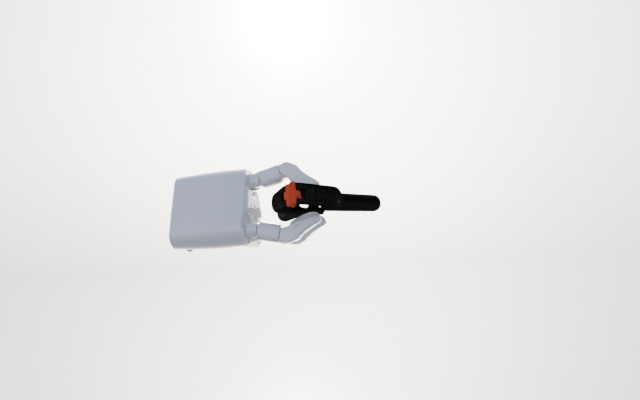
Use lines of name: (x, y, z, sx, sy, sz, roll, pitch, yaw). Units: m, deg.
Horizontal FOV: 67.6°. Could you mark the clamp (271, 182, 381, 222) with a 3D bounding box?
clamp: (0.000, 0.001, 0.662, 0.164, 0.036, 0.210, -7, -8, 7)
